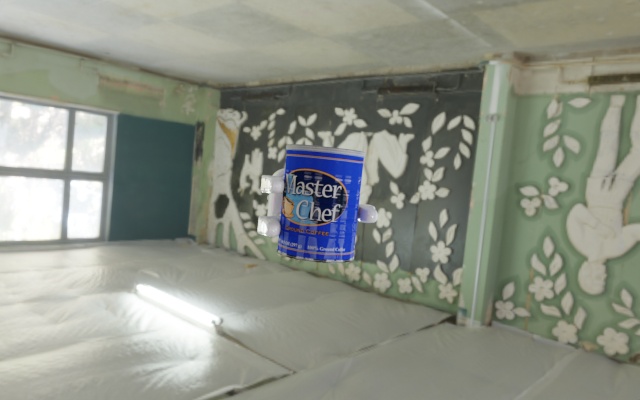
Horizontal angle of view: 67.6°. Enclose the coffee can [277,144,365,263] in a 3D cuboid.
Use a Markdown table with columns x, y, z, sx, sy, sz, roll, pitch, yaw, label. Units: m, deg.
| x | y | z | sx | sy | sz | roll | pitch | yaw | label |
| --- | --- | --- | --- | --- | --- | --- | --- | --- | --- |
| 0.000 | 0.002 | 0.622 | 0.103 | 0.140 | 0.103 | 6 | 4 | 0 | coffee can |
